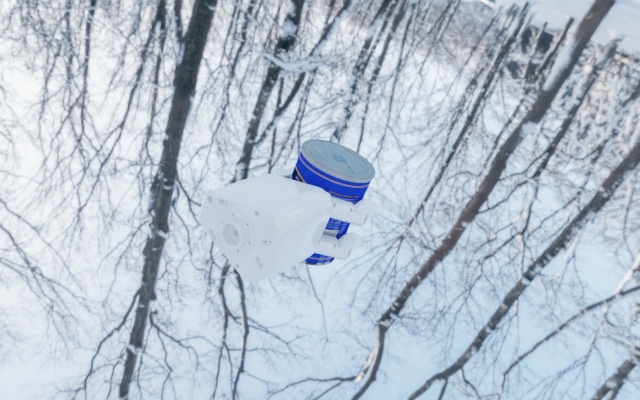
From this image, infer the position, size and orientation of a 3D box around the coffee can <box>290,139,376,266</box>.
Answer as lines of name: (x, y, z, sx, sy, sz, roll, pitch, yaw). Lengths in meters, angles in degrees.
coffee can: (0.000, 0.002, 0.649, 0.103, 0.140, 0.102, 19, 26, -9)
